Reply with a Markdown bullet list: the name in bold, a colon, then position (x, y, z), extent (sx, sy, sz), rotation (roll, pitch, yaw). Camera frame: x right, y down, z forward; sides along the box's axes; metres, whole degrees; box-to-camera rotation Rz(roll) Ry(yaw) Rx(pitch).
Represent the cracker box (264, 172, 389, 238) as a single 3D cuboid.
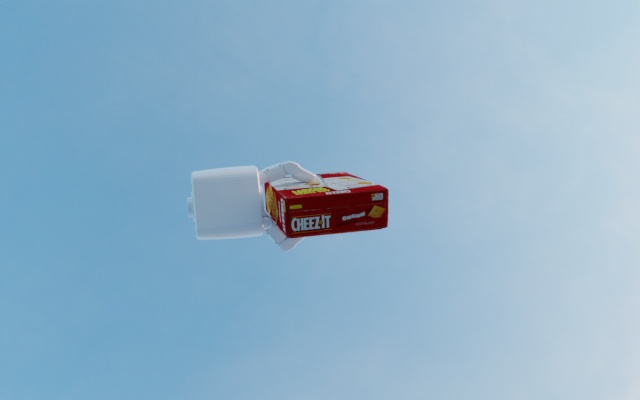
- **cracker box**: position (0.000, 0.002, 0.814), extent (0.164, 0.072, 0.213), rotation (-6, 12, -14)
